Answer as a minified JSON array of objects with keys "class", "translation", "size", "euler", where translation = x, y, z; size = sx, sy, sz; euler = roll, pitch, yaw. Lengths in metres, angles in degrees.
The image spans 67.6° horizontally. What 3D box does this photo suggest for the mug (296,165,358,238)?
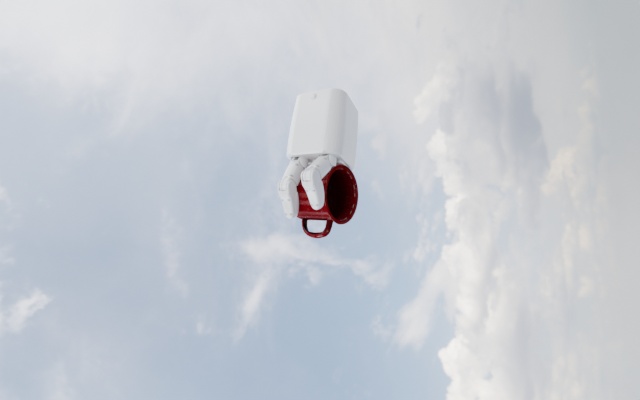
[{"class":"mug","translation":[0.000,0.004,0.759],"size":[0.081,0.117,0.093],"euler":[0,-14,36]}]
